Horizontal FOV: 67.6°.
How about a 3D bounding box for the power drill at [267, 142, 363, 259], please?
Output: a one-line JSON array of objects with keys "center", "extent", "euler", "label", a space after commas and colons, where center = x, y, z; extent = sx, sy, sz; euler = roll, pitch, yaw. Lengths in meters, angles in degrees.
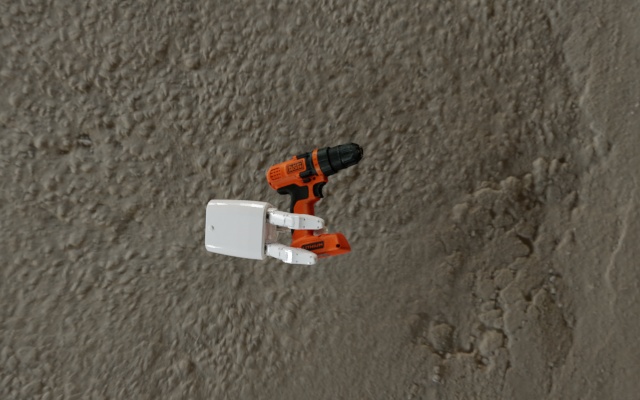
[{"center": [0.000, 0.003, 0.828], "extent": [0.184, 0.187, 0.057], "euler": [-16, -18, 24], "label": "power drill"}]
